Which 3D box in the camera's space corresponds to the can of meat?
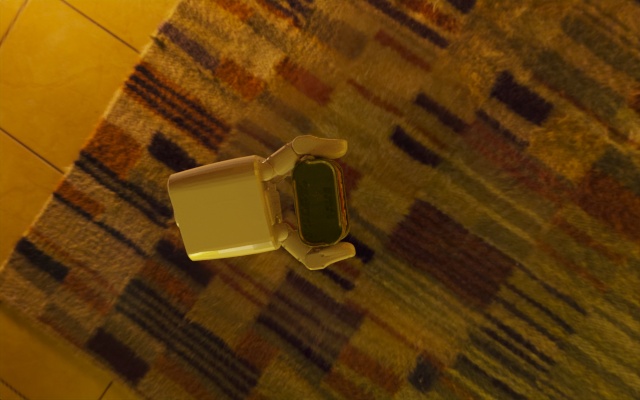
[{"bbox_3d":[0.000,0.002,0.557,0.057,0.102,0.084,-7,0,6],"label":"can of meat"}]
